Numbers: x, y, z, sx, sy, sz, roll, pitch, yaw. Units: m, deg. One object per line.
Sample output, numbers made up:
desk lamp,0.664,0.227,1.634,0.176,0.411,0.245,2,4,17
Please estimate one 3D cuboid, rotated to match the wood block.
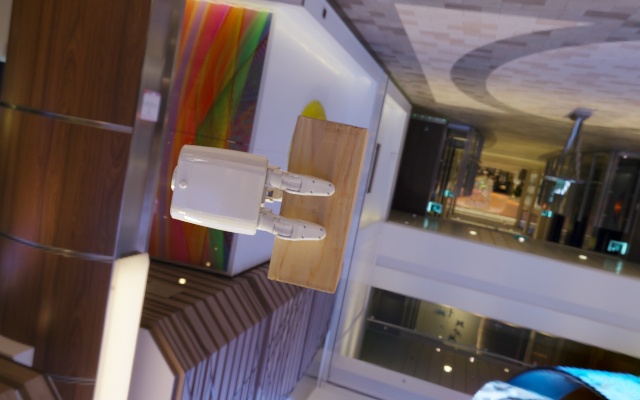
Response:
wood block,0.000,0.002,0.626,0.090,0.206,0.091,12,6,5
